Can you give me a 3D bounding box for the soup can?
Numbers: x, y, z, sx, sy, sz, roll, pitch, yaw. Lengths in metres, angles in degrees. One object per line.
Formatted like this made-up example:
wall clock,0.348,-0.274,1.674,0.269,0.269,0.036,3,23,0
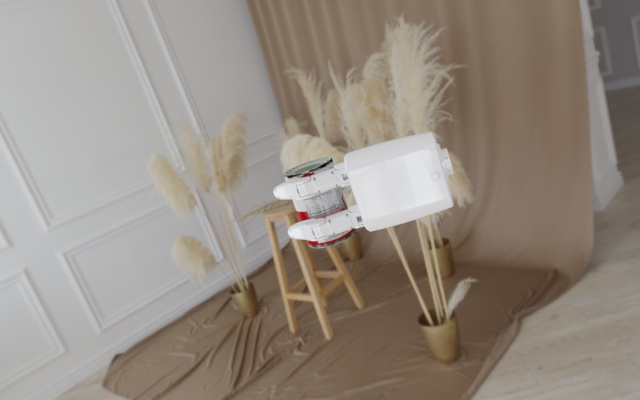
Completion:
soup can,0.000,0.002,0.624,0.068,0.102,0.068,-18,14,5
